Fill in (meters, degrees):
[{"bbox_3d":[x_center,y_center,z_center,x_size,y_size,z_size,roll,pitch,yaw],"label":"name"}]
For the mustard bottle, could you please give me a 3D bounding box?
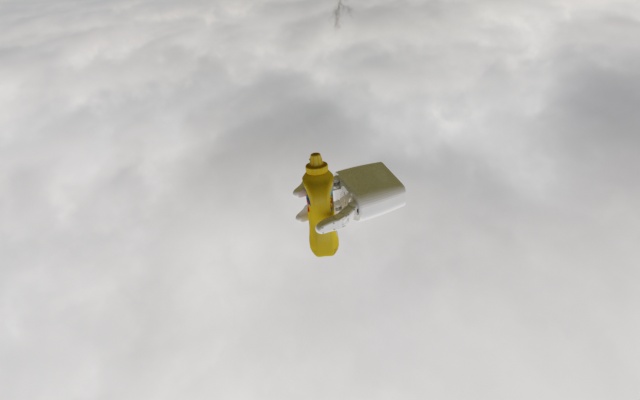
[{"bbox_3d":[0.000,0.003,0.889,0.058,0.192,0.096,-4,26,2],"label":"mustard bottle"}]
